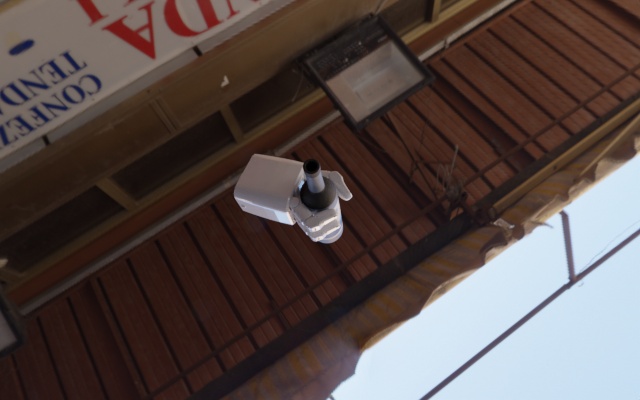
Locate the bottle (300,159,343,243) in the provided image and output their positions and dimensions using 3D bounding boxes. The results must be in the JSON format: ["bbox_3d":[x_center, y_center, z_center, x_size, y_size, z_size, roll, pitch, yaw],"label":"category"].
[{"bbox_3d":[0.000,0.003,0.880,0.069,0.069,0.296,0,-23,6],"label":"bottle"}]
